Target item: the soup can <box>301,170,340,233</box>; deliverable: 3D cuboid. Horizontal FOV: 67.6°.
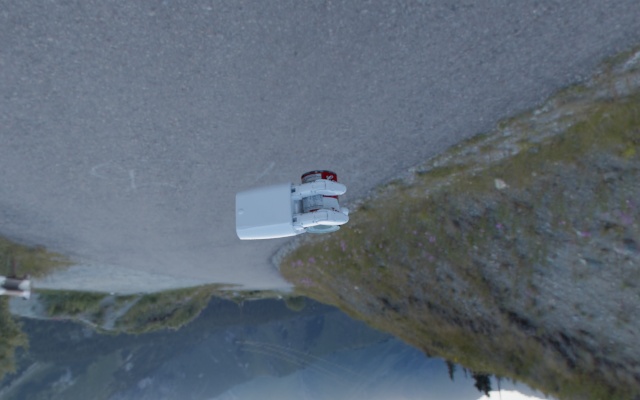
[{"bbox_3d":[0.001,0.003,0.877,0.068,0.102,0.068,-3,-17,-1],"label":"soup can"}]
